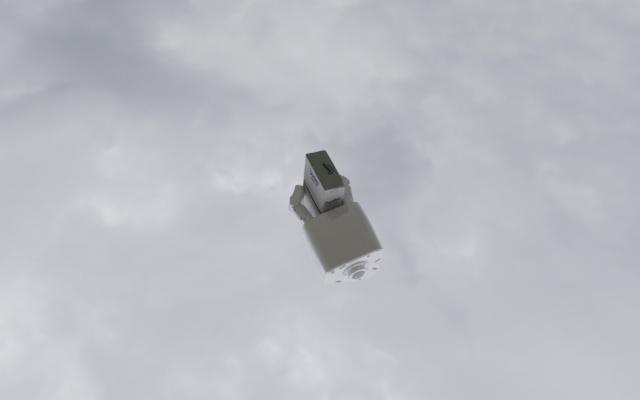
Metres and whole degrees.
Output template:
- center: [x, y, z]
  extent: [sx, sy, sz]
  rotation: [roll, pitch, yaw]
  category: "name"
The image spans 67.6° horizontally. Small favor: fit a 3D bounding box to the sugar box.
- center: [0.001, 0.003, 0.878]
  extent: [0.048, 0.093, 0.176]
  rotation: [-13, -37, -20]
  category: "sugar box"
